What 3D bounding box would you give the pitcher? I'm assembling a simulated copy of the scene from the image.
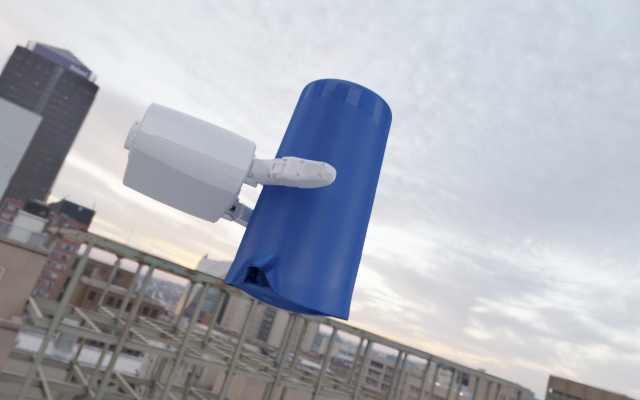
[{"bbox_3d":[0.000,0.002,0.524,0.145,0.242,0.149,22,-15,-19],"label":"pitcher"}]
